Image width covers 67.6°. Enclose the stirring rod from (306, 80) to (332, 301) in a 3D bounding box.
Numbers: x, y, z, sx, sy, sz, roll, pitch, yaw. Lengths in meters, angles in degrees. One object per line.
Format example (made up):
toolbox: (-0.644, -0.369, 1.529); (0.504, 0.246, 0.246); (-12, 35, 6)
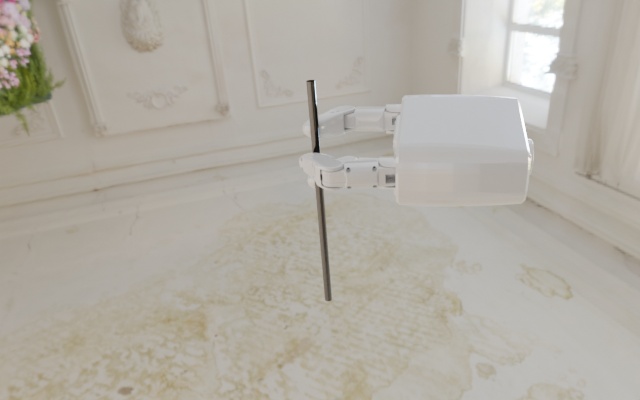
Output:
stirring rod: (0.000, 0.001, 0.477); (0.011, 0.240, 0.011); (-4, 26, 2)
